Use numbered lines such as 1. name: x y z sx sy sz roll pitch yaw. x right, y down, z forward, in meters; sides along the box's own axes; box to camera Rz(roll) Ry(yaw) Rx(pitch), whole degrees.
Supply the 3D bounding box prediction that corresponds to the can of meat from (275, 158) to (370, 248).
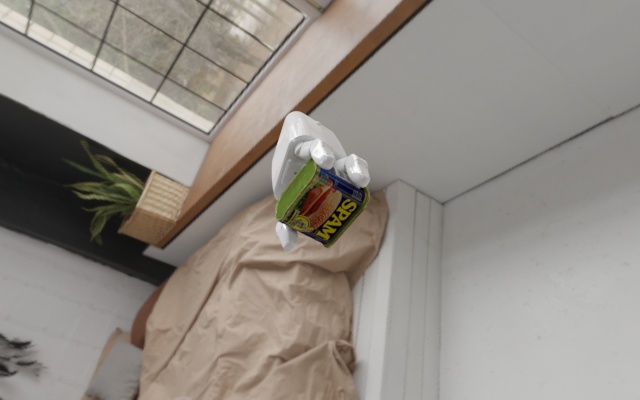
1. can of meat: 0.000 0.002 0.630 0.084 0.102 0.057 28 26 -23
